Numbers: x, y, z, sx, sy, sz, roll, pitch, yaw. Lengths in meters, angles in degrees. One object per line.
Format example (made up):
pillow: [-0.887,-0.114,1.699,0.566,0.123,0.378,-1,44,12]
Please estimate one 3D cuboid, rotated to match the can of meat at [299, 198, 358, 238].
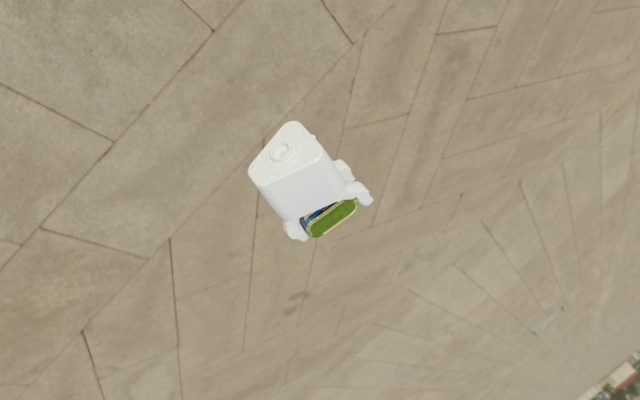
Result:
can of meat: [0.000,0.003,0.797,0.102,0.084,0.057,-36,-35,-5]
